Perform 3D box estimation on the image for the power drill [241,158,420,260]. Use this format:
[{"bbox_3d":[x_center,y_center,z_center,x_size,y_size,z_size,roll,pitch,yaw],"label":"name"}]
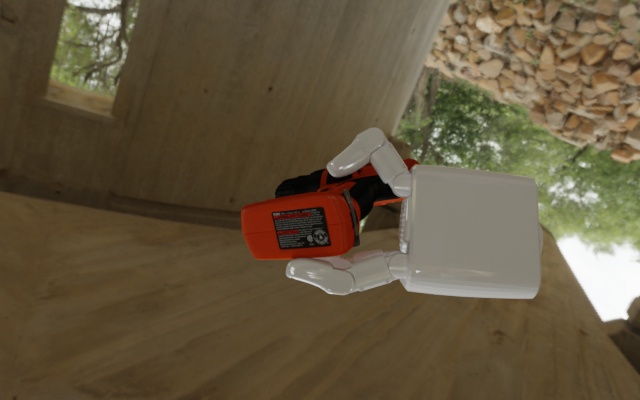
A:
[{"bbox_3d":[0.000,0.002,0.492,0.184,0.057,0.187,-9,12,27],"label":"power drill"}]
